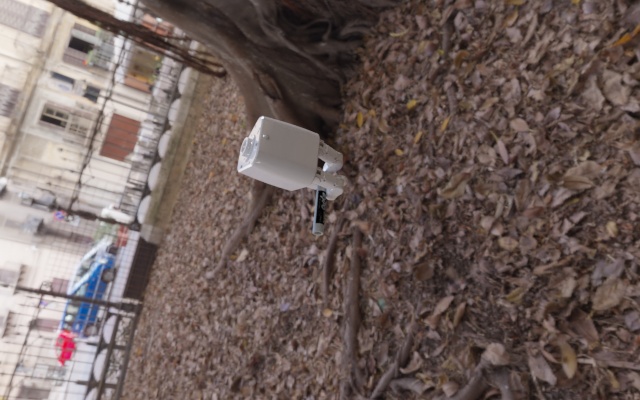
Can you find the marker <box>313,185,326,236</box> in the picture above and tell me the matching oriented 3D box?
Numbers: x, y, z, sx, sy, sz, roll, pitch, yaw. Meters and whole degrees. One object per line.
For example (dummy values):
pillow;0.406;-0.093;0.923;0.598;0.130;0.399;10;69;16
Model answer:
marker;0.000;0.003;0.840;0.020;0.121;0.020;4;-27;2
